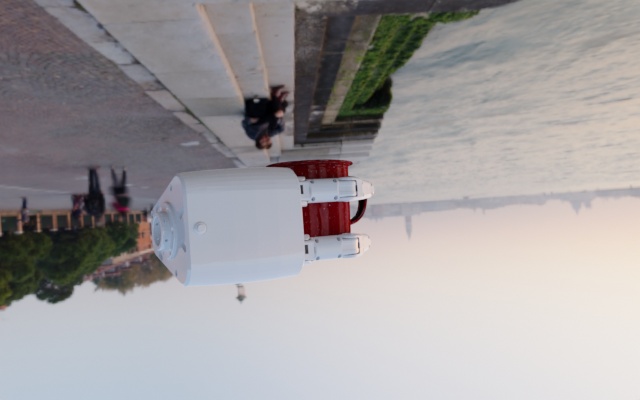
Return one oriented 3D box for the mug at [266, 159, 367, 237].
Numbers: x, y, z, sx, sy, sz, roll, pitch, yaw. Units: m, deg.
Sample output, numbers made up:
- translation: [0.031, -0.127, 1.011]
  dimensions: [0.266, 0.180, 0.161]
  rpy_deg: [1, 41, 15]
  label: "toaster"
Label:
- translation: [0.001, 0.002, 0.515]
  dimensions: [0.117, 0.081, 0.093]
  rpy_deg: [-2, -1, -33]
  label: "mug"
